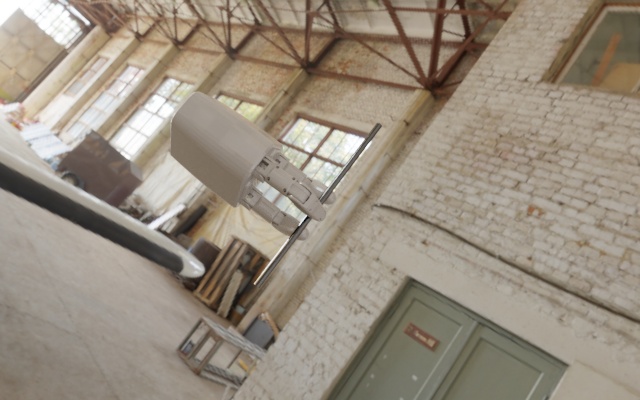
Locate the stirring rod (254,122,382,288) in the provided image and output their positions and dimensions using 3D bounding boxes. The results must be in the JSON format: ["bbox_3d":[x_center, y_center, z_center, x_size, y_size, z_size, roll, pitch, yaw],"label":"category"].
[{"bbox_3d":[0.000,0.002,0.558,0.011,0.239,0.011,36,-11,8],"label":"stirring rod"}]
